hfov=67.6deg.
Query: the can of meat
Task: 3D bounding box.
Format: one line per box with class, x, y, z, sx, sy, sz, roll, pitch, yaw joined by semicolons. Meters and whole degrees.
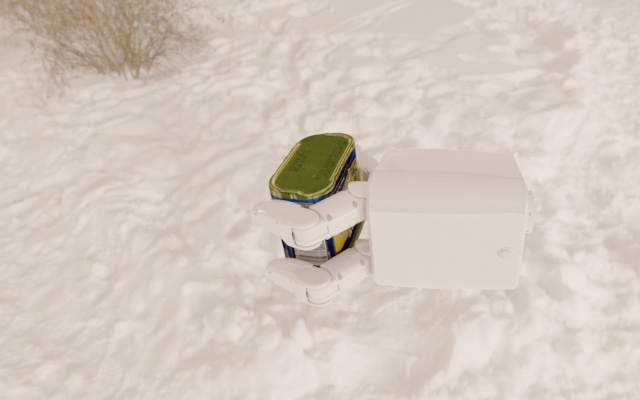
can of meat;0.000;0.001;0.403;0.057;0.084;0.102;4;36;19
